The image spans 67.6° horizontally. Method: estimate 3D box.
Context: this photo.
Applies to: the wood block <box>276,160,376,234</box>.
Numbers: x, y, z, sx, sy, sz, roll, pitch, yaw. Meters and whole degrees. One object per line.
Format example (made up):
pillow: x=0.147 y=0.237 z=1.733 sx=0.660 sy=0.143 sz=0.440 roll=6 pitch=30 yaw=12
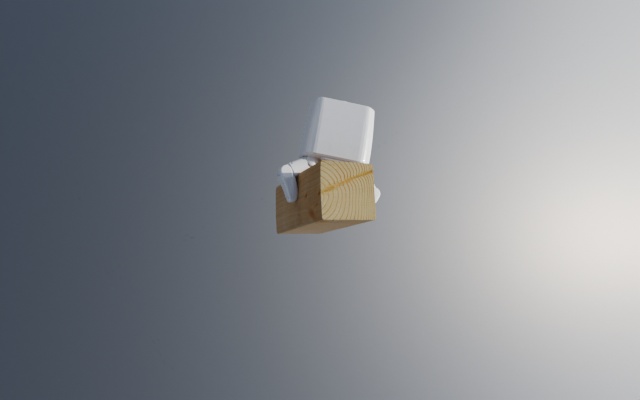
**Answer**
wood block: x=0.000 y=0.002 z=0.796 sx=0.091 sy=0.090 sz=0.206 roll=2 pitch=-11 yaw=-23
